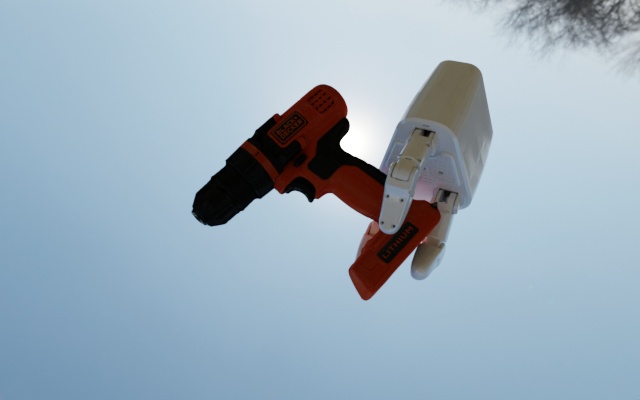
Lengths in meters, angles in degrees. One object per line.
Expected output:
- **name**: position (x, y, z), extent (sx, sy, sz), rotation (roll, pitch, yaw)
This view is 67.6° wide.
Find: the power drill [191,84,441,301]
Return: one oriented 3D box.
- **power drill**: position (0.001, 0.002, 0.444), extent (0.187, 0.184, 0.057), rotation (44, -12, 10)
